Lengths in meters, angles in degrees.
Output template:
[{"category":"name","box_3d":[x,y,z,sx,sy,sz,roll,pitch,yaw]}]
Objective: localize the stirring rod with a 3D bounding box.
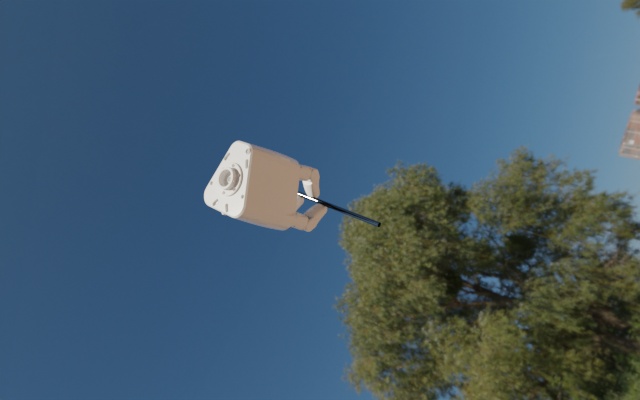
[{"category":"stirring rod","box_3d":[0.000,0.003,0.794,0.239,0.011,0.011,21,13,38]}]
